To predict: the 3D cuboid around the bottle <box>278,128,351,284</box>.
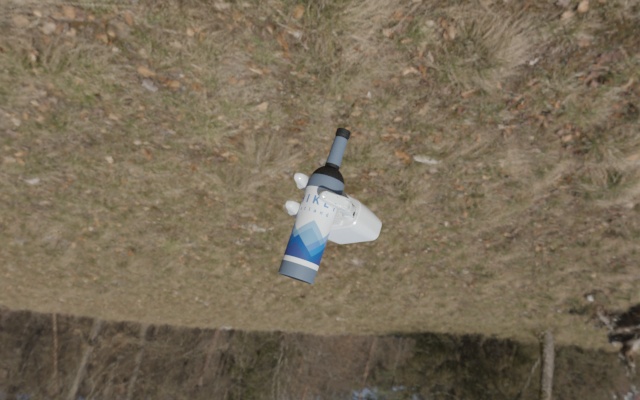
[{"bbox_3d":[0.000,0.003,0.883,0.069,0.295,0.069,17,-12,4],"label":"bottle"}]
